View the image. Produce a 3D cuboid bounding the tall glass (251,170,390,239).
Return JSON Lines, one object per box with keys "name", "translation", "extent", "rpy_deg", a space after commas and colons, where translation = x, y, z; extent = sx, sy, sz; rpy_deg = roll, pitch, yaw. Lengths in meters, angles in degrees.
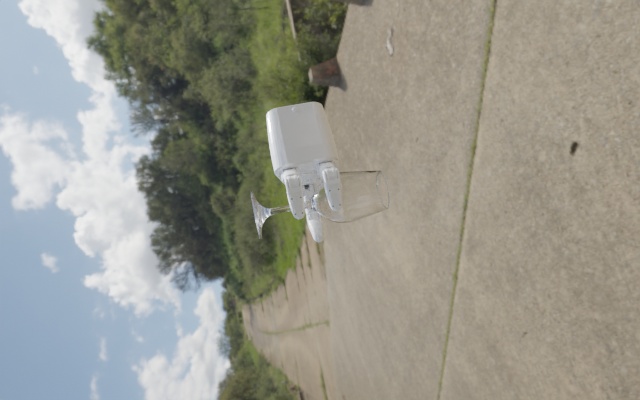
{"name": "tall glass", "translation": [-0.001, 0.003, 0.725], "extent": [0.201, 0.079, 0.079], "rpy_deg": [-11, 1, -6]}
